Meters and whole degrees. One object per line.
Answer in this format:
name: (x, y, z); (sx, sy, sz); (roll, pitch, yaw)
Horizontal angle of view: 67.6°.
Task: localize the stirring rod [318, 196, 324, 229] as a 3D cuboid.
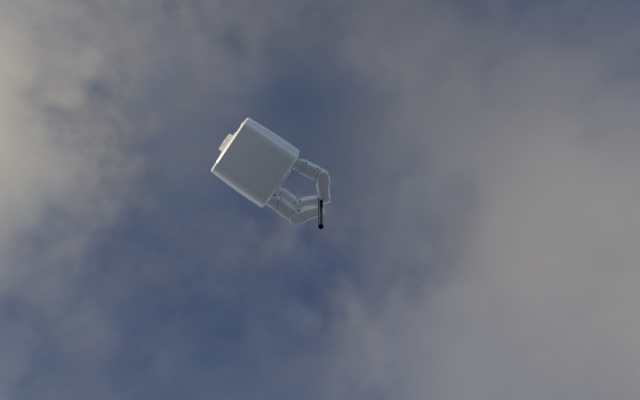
stirring rod: (0.000, 0.003, 0.825); (0.011, 0.011, 0.239); (0, 18, 0)
